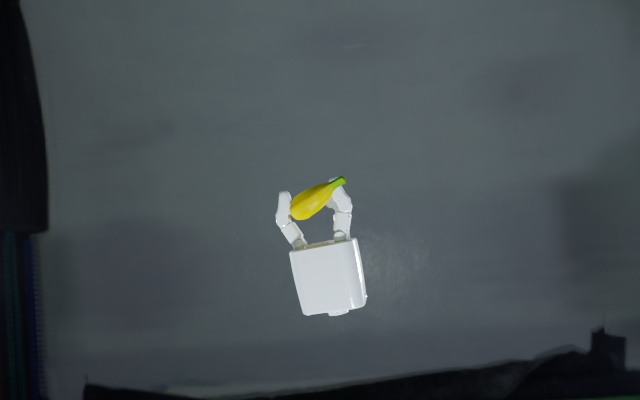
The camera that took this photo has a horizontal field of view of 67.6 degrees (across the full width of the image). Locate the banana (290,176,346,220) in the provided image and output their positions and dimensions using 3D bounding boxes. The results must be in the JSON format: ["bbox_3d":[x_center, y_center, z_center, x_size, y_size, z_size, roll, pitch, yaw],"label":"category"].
[{"bbox_3d":[-0.016,0.007,0.753,0.069,0.037,0.198,-16,-6,-18],"label":"banana"}]
